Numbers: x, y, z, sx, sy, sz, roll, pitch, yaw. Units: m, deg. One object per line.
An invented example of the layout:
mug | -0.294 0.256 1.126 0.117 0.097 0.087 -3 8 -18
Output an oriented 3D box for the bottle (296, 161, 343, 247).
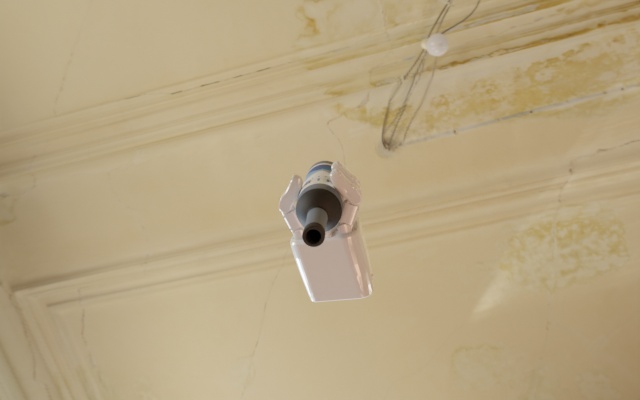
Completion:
bottle | 0.000 0.002 0.708 0.069 0.069 0.295 0 16 3
